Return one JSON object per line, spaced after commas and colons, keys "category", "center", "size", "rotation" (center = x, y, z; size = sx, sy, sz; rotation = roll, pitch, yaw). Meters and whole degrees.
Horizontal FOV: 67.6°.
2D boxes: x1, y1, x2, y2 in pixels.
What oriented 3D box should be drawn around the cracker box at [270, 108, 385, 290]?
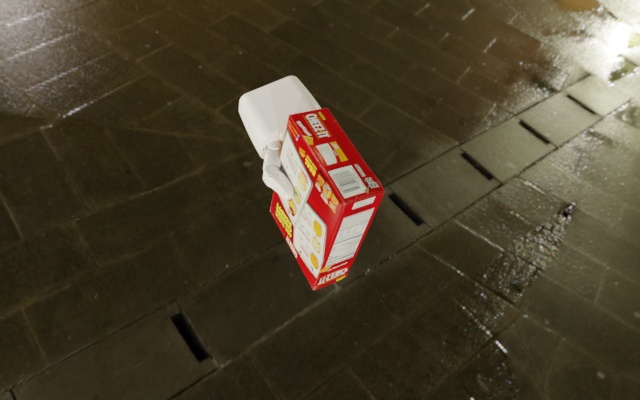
{"category": "cracker box", "center": [0.000, 0.002, 0.692], "size": [0.072, 0.164, 0.214], "rotation": [-16, -33, -25]}
